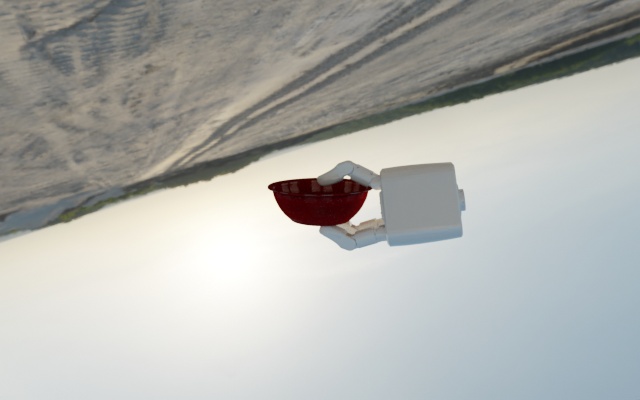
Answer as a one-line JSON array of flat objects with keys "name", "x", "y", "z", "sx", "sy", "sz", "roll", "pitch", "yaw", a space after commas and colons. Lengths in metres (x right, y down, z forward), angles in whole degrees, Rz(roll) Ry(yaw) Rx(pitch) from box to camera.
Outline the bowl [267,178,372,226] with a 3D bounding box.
[{"name": "bowl", "x": -0.001, "y": 0.003, "z": 0.730, "sx": 0.162, "sy": 0.055, "sz": 0.162, "roll": 0, "pitch": 11, "yaw": 0}]
